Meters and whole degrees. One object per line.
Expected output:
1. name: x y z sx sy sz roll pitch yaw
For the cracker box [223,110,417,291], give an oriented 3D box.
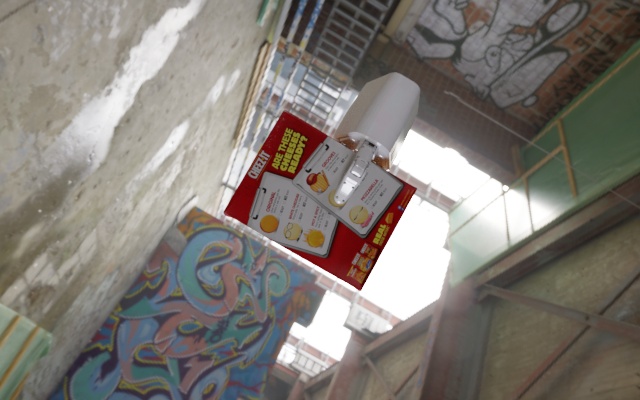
1. cracker box: 0.000 0.002 0.669 0.214 0.164 0.072 30 -8 -3
